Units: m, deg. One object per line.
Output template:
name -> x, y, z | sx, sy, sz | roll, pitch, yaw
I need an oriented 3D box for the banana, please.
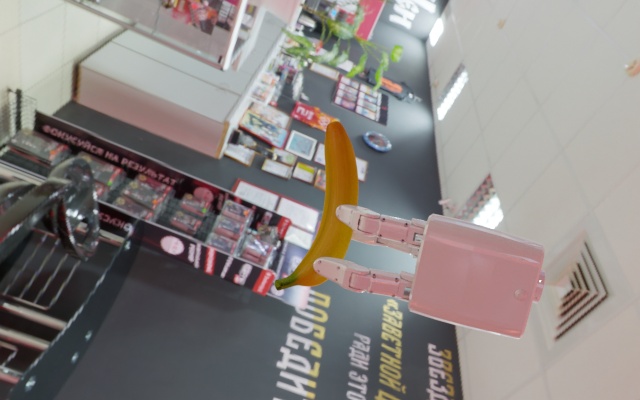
banana -> 0.011, 0.012, 0.526 | 0.037, 0.197, 0.070 | 1, -21, 44
